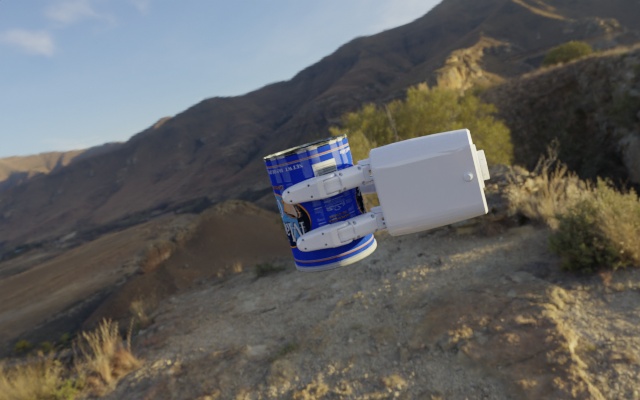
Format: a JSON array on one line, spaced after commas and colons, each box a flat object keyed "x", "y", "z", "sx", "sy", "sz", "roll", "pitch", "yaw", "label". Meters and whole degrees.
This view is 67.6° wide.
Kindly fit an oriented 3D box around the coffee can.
[{"x": 0.000, "y": 0.002, "z": 0.576, "sx": 0.103, "sy": 0.140, "sz": 0.103, "roll": -16, "pitch": 9, "yaw": 3, "label": "coffee can"}]
